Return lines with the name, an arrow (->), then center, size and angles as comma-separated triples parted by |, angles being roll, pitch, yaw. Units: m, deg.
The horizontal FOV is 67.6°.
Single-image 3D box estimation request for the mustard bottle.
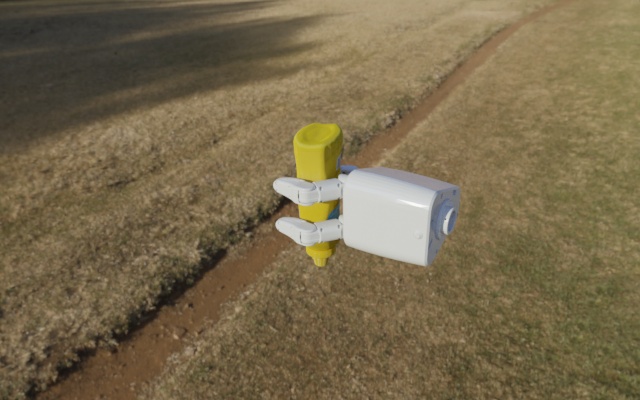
mustard bottle -> 0.000, 0.002, 0.625 | 0.058, 0.192, 0.096 | 3, 26, 10
